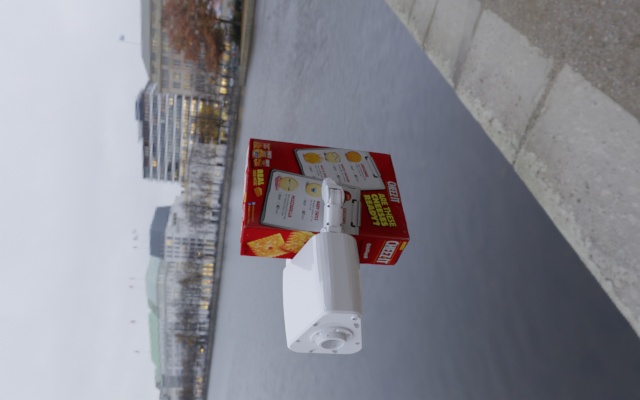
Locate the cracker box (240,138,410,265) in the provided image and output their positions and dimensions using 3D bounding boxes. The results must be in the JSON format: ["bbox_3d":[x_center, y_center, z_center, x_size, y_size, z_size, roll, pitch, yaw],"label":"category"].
[{"bbox_3d":[0.000,0.002,0.666,0.214,0.164,0.072,6,-42,-11],"label":"cracker box"}]
